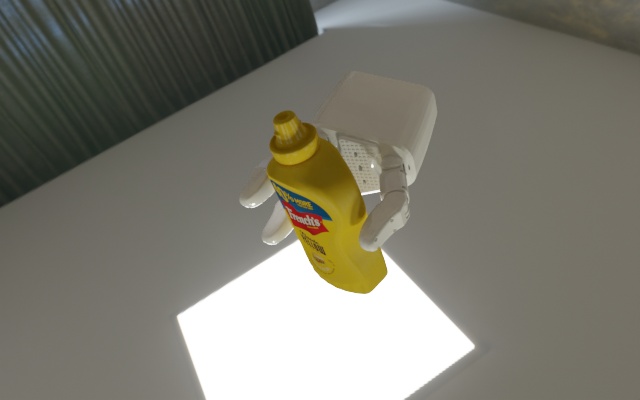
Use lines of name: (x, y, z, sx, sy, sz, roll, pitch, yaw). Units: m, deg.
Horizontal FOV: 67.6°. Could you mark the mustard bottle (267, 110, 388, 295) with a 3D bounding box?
mustard bottle: (0.000, 0.002, 0.433, 0.058, 0.192, 0.096, -41, 44, -20)
